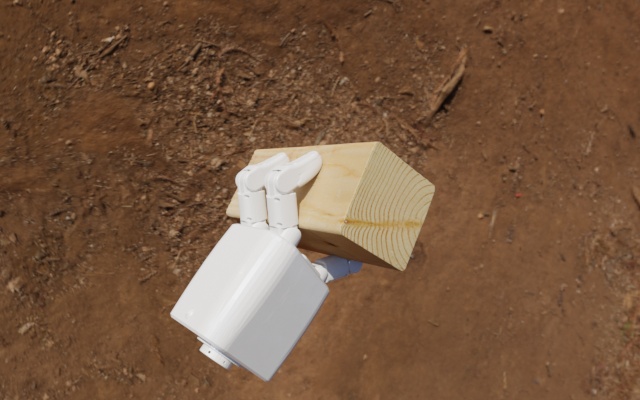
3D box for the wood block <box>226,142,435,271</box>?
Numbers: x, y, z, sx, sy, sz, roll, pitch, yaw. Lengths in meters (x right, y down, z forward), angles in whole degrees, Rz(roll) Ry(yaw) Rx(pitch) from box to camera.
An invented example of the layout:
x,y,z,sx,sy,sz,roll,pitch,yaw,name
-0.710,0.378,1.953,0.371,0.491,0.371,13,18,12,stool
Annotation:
x,y,z,sx,sy,sz,roll,pitch,yaw,name
0.000,0.002,0.499,0.091,0.090,0.206,33,-16,-35,wood block
